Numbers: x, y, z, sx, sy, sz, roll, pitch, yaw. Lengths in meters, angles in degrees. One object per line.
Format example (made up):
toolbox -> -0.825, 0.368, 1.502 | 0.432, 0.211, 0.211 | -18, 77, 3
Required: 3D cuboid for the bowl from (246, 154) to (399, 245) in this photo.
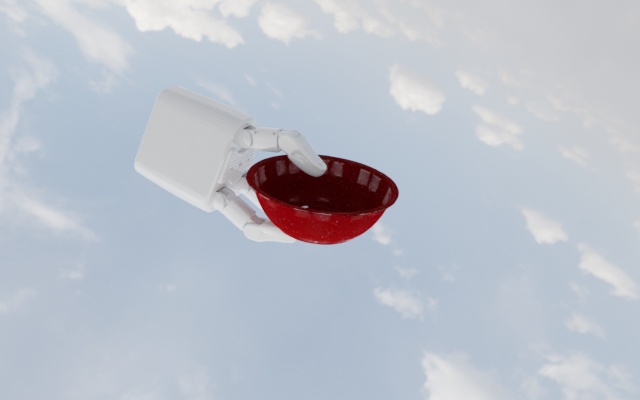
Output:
bowl -> 0.001, 0.003, 0.514 | 0.162, 0.055, 0.162 | 6, 24, -3
